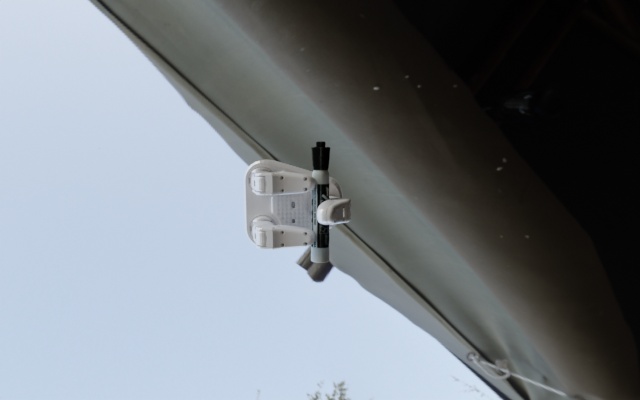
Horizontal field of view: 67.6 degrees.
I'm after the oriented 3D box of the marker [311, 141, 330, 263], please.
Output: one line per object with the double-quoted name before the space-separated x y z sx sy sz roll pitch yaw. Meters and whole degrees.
"marker" 0.000 0.002 0.481 0.020 0.121 0.020 0 5 0
